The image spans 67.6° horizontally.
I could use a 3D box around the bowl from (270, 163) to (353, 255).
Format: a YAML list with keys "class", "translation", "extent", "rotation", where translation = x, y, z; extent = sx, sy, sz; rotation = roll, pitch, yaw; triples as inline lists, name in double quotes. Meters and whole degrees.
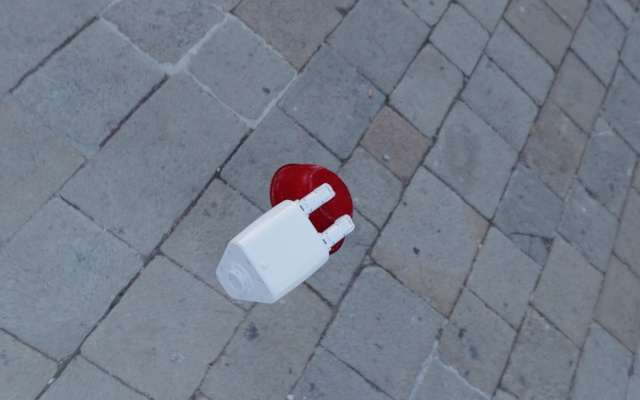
- class: "bowl"
  translation: [0.001, 0.001, 0.747]
  extent: [0.055, 0.162, 0.162]
  rotation: [-32, -21, 37]
